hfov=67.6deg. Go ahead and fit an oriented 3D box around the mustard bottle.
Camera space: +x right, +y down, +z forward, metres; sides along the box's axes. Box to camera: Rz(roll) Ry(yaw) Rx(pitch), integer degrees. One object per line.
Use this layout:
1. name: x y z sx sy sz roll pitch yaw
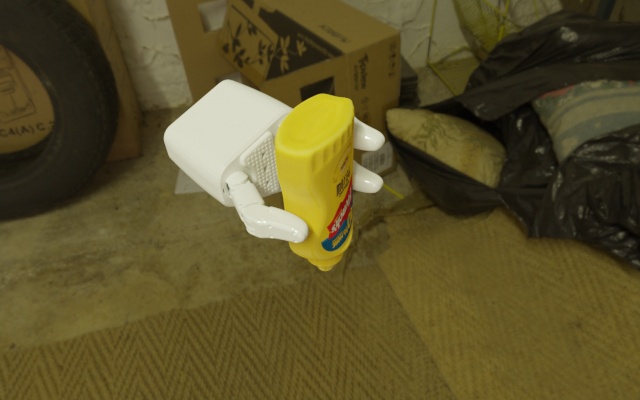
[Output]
1. mustard bottle: 0.000 0.001 0.467 0.058 0.192 0.096 14 45 18
